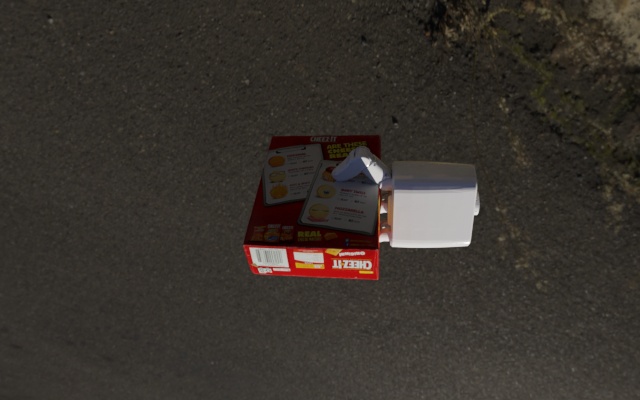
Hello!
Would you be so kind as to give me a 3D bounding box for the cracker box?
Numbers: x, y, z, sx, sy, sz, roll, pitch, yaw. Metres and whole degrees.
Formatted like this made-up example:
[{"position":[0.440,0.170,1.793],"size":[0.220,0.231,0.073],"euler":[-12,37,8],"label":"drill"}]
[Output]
[{"position":[0.000,0.002,0.651],"size":[0.164,0.213,0.072],"euler":[1,-45,7],"label":"cracker box"}]
